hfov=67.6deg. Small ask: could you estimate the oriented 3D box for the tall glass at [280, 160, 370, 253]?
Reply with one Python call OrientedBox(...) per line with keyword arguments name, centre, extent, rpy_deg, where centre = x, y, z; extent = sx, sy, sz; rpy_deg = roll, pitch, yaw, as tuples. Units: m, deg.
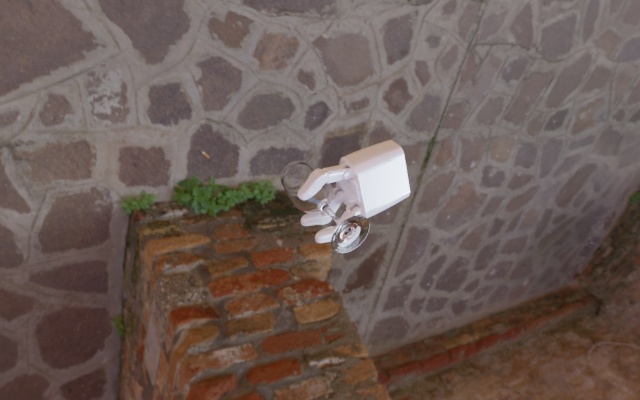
OrientedBox(name="tall glass", centre=(0.000, 0.003, 0.840), extent=(0.079, 0.079, 0.201), rpy_deg=(0, 32, -36))
